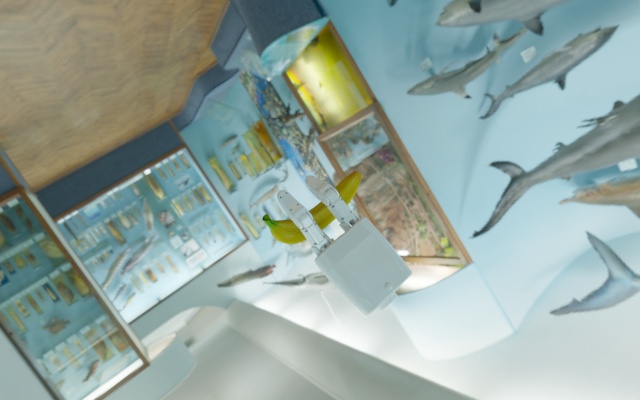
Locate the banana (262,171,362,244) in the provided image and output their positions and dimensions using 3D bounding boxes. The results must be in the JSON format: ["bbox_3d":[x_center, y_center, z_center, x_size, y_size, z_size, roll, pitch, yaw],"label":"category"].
[{"bbox_3d":[-0.005,0.018,0.724,0.037,0.070,0.197,36,46,28],"label":"banana"}]
